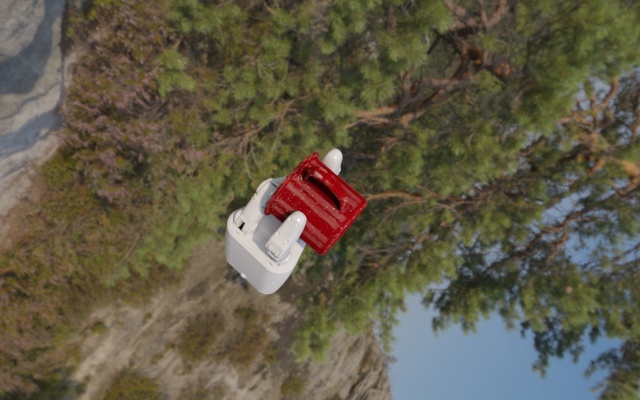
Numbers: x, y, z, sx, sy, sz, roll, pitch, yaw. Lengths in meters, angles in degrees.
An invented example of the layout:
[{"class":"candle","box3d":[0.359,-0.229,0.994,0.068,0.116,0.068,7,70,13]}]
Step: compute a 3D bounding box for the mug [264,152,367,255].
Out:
[{"class":"mug","box3d":[0.001,0.001,0.526,0.081,0.093,0.117,40,-27,6]}]
